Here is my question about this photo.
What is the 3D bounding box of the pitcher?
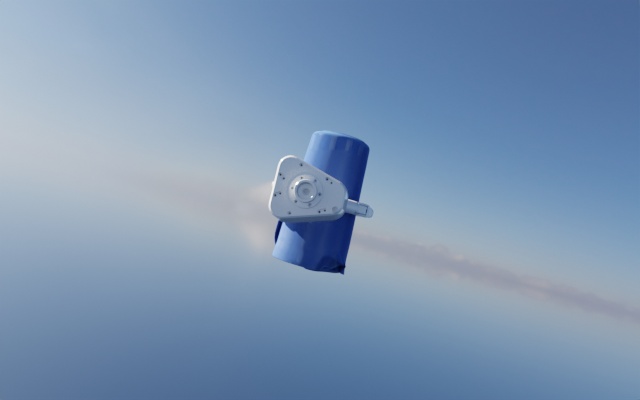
[{"bbox_3d":[0.000,0.003,0.864,0.149,0.243,0.145,15,-2,4],"label":"pitcher"}]
